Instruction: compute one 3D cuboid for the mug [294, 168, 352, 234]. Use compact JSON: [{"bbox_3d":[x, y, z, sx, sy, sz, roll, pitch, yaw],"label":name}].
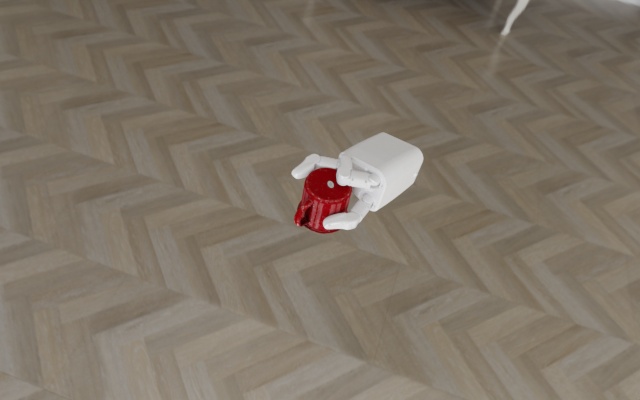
[{"bbox_3d":[-0.001,0.003,0.822,0.117,0.082,0.093,-32,62,-30],"label":"mug"}]
